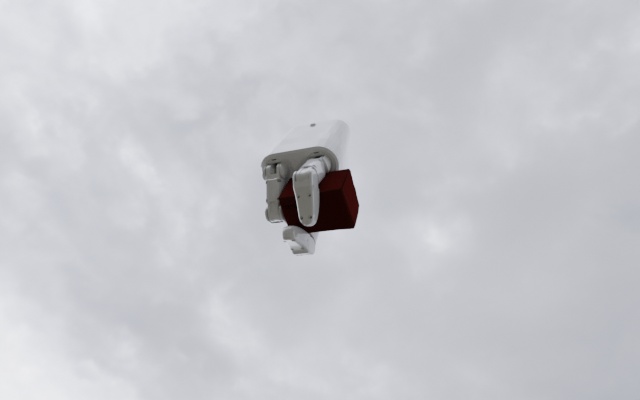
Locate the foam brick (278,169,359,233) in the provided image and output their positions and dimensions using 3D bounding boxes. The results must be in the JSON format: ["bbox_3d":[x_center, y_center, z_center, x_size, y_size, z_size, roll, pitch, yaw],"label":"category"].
[{"bbox_3d":[0.000,0.002,0.546,0.078,0.053,0.051,-7,27,19],"label":"foam brick"}]
